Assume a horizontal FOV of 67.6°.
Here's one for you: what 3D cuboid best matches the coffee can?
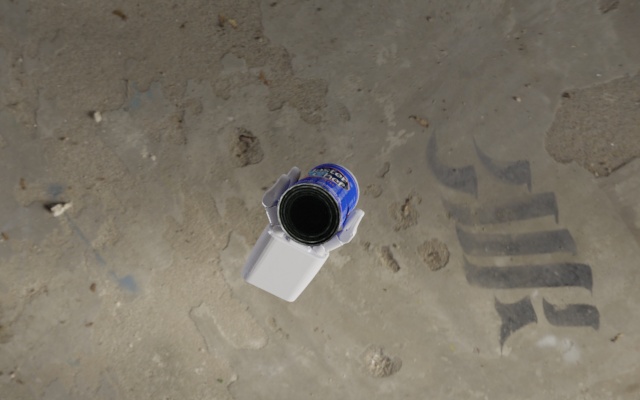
[{"bbox_3d":[0.000,0.002,0.785,0.103,0.103,0.140,0,17,16],"label":"coffee can"}]
